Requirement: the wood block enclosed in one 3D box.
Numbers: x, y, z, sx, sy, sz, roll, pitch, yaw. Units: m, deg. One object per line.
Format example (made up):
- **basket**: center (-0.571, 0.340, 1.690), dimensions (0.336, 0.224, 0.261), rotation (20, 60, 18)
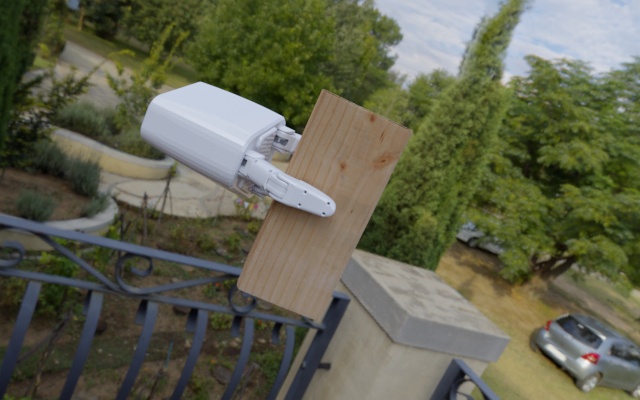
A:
- **wood block**: center (0.000, 0.001, 0.486), dimensions (0.090, 0.206, 0.090), rotation (24, 12, -7)
